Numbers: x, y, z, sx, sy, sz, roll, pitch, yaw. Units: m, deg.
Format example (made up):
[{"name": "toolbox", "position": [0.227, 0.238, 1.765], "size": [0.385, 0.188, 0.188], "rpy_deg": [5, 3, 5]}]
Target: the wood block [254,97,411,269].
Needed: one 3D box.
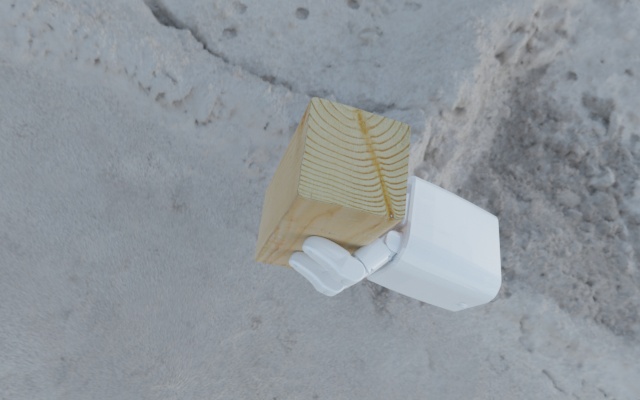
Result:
[{"name": "wood block", "position": [0.001, 0.001, 0.467], "size": [0.090, 0.090, 0.206], "rpy_deg": [14, -24, -12]}]
